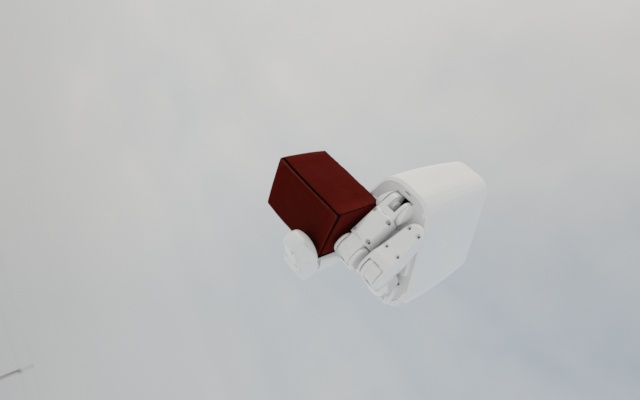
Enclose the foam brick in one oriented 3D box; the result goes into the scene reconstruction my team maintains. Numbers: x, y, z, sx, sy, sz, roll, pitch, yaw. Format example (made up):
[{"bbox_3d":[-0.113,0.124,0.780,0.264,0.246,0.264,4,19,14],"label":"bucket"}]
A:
[{"bbox_3d":[0.000,0.001,0.417,0.051,0.053,0.078,-17,53,-41],"label":"foam brick"}]
